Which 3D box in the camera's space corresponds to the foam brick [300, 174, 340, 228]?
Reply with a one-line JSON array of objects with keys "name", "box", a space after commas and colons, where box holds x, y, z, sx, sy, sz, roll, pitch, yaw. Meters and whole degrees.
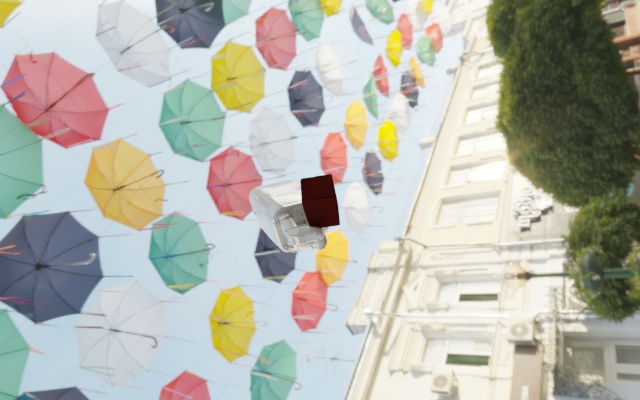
[{"name": "foam brick", "box": [0.000, 0.002, 0.778, 0.053, 0.051, 0.078, -8, -39, 5]}]
